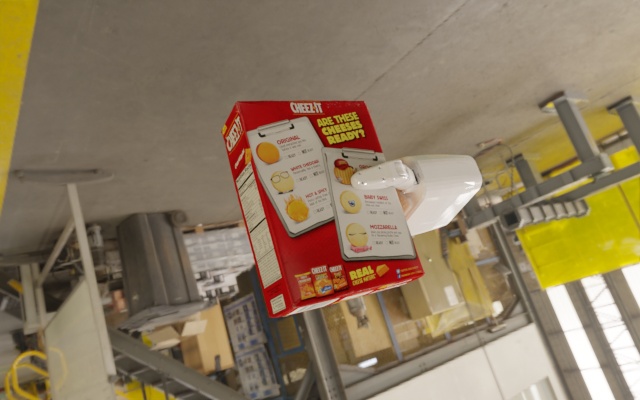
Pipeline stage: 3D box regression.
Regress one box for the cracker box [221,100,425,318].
[{"bbox_3d":[0.000,0.002,0.513,0.164,0.213,0.072,-7,-18,-32],"label":"cracker box"}]
